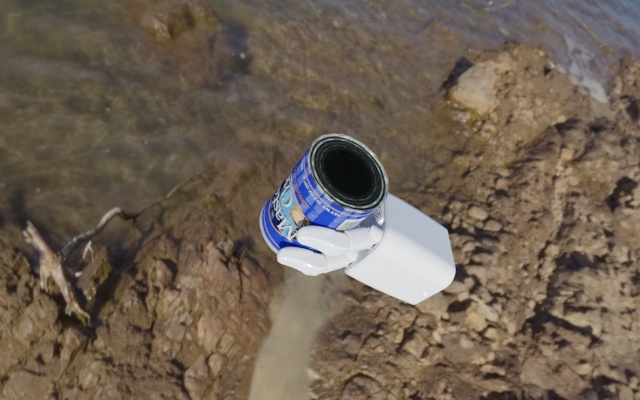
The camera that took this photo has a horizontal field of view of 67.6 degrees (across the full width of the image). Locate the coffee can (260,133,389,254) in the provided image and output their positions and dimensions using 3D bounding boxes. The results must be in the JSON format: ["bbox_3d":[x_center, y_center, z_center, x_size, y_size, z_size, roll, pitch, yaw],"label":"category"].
[{"bbox_3d":[0.000,0.002,0.574,0.103,0.102,0.140,0,-29,-32],"label":"coffee can"}]
